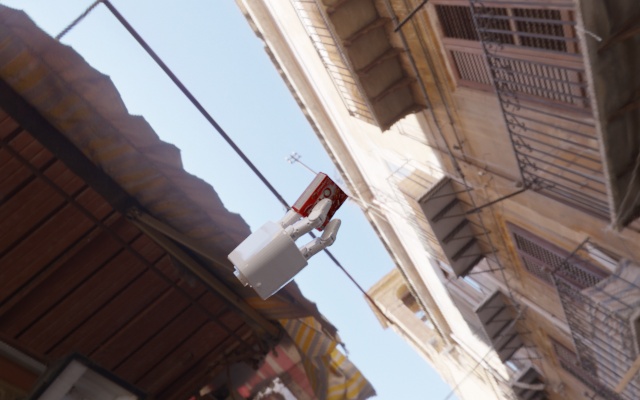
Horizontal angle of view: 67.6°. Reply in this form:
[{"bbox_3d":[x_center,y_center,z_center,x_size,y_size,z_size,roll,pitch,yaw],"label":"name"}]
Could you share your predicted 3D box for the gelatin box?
[{"bbox_3d":[0.000,0.003,0.888,0.073,0.089,0.030,43,-9,-37],"label":"gelatin box"}]
